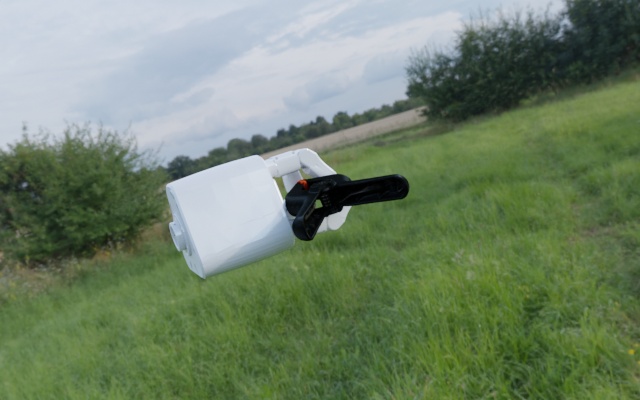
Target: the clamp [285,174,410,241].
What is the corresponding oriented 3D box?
[{"bbox_3d":[0.000,0.001,0.504,0.120,0.039,0.171,-19,10,-25],"label":"clamp"}]
